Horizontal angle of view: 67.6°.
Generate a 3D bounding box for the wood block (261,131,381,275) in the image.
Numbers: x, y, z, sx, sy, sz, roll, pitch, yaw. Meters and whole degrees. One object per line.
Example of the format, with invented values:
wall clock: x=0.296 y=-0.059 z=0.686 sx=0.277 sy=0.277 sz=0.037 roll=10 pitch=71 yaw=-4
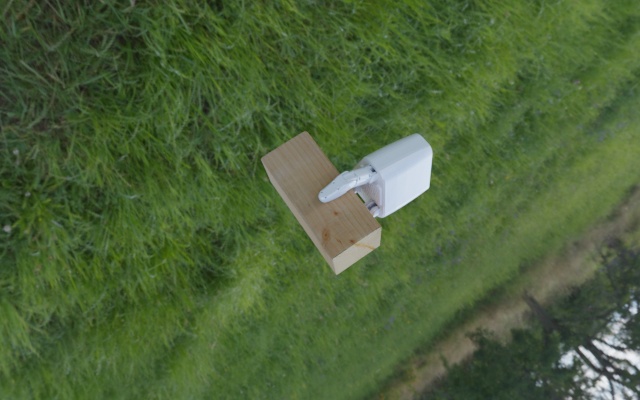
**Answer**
wood block: x=0.001 y=0.002 z=0.770 sx=0.090 sy=0.206 sz=0.091 roll=-33 pitch=-23 yaw=-9
